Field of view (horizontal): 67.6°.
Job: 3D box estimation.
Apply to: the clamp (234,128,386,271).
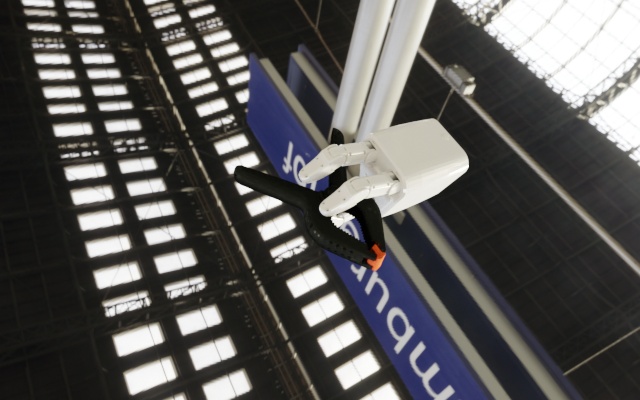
[{"bbox_3d":[0.000,0.003,0.587,0.164,0.210,0.036,-19,-32,-21],"label":"clamp"}]
